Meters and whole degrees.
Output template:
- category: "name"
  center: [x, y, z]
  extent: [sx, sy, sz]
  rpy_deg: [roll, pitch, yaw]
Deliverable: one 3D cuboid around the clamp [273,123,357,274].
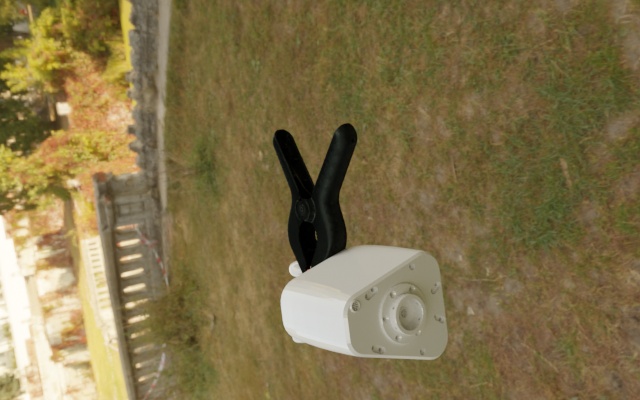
- category: "clamp"
  center: [0.000, 0.002, 0.488]
  extent: [0.039, 0.171, 0.120]
  rpy_deg: [-11, 2, -33]
